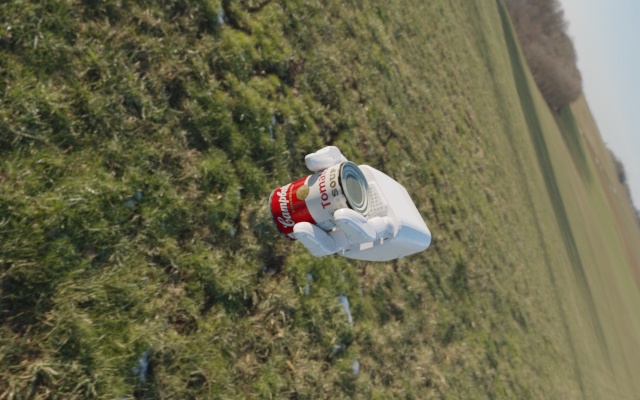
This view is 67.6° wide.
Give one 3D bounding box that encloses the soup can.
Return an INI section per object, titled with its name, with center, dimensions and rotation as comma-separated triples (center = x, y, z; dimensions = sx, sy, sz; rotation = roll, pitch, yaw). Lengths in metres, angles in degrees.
[soup can]
center = 0.000, 0.001, 0.556
dimensions = 0.102, 0.068, 0.068
rotation = -20, -11, 30
